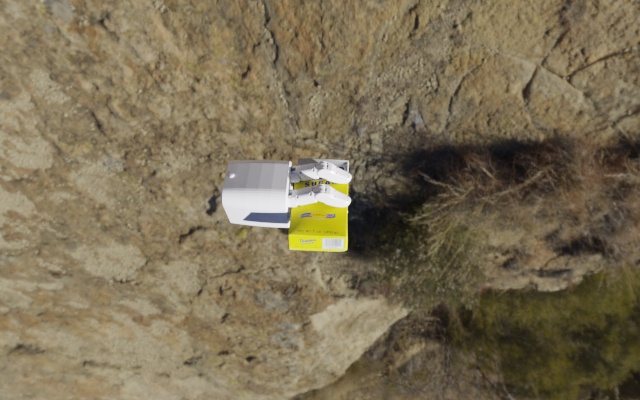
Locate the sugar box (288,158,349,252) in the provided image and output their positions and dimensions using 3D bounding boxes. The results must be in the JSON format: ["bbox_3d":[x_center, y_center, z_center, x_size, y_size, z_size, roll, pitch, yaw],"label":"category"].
[{"bbox_3d":[0.000,0.002,0.798,0.093,0.176,0.048,2,-40,1],"label":"sugar box"}]
